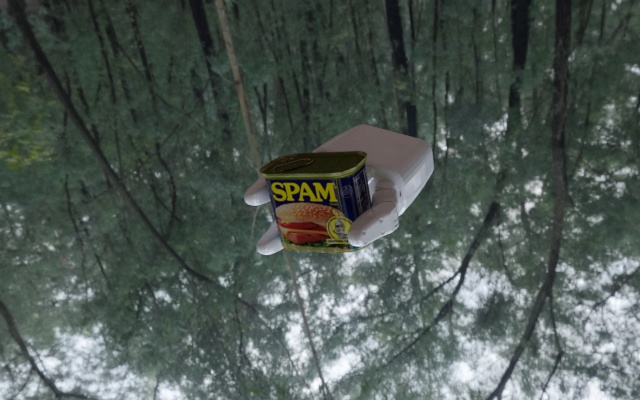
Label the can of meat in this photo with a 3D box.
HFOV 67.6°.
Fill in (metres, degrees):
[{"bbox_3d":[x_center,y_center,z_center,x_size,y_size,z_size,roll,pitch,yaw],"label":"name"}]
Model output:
[{"bbox_3d":[0.000,0.002,0.463,0.102,0.084,0.057,1,25,29],"label":"can of meat"}]
